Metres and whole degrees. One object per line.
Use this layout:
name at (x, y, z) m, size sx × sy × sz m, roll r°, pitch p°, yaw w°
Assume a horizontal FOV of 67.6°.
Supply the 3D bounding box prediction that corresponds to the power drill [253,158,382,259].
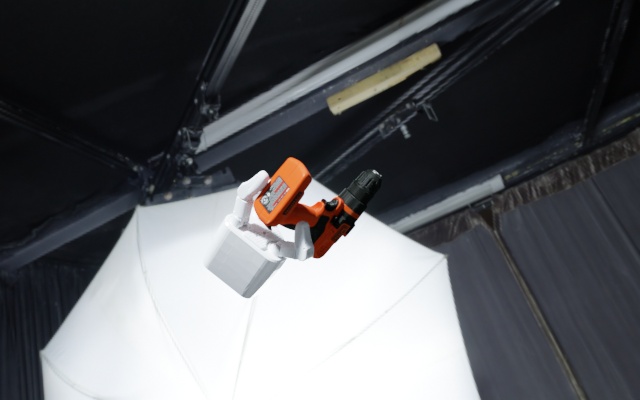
power drill at (0.000, 0.003, 0.758) m, size 0.188 × 0.184 × 0.057 m, roll 29°, pitch 13°, yaw -49°
